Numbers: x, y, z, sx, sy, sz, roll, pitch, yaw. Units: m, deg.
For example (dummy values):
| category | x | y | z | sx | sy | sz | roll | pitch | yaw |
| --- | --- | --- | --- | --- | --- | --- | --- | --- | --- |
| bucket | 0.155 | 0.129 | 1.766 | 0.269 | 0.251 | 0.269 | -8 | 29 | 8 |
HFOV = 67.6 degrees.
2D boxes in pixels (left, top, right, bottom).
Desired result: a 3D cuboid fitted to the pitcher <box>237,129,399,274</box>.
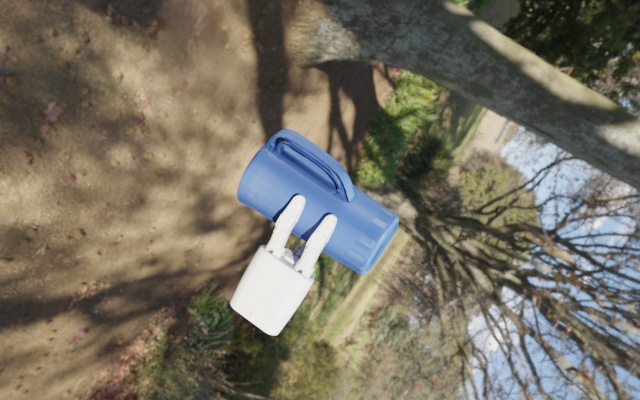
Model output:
| category | x | y | z | sx | sy | sz | roll | pitch | yaw |
| --- | --- | --- | --- | --- | --- | --- | --- | --- | --- |
| pitcher | 0.000 | 0.003 | 0.755 | 0.243 | 0.145 | 0.149 | 33 | 4 | 12 |
